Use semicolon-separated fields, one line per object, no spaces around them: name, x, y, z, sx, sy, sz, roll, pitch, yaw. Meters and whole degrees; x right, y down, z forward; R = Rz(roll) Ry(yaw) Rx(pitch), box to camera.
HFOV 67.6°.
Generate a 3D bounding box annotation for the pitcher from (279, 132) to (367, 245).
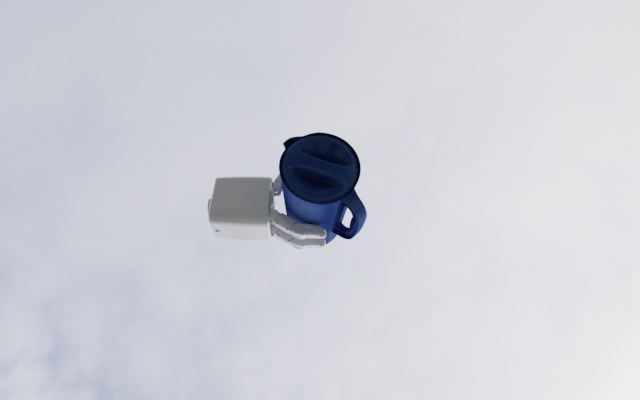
pitcher;0.000;0.003;0.869;0.145;0.149;0.243;2;-26;-2
